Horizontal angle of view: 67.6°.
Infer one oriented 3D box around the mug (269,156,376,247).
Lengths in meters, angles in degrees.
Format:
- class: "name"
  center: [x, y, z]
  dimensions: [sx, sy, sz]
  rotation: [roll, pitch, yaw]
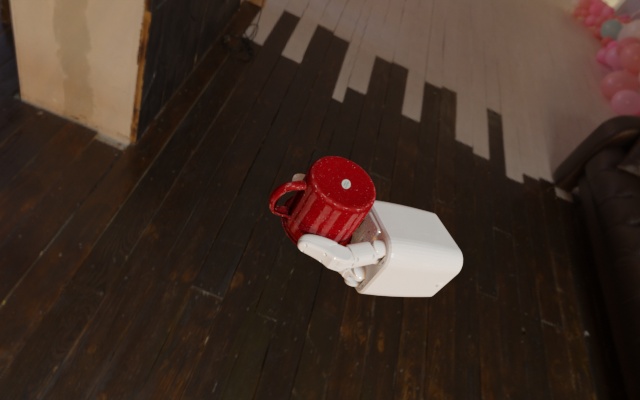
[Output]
- class: "mug"
  center: [-0.001, 0.001, 0.543]
  dimensions: [0.117, 0.093, 0.081]
  rotation: [10, -42, -21]
